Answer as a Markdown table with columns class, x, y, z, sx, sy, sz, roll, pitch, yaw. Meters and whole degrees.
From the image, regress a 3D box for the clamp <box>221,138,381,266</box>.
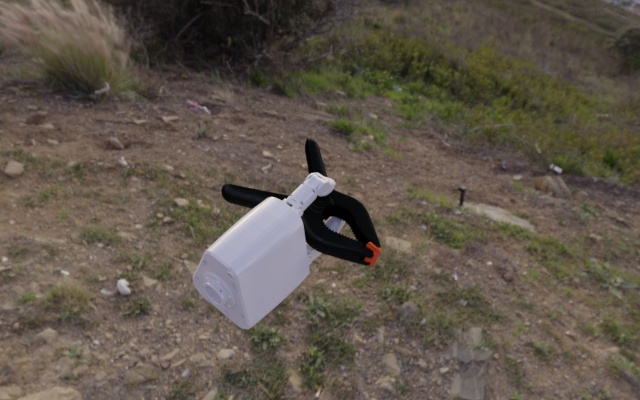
| class | x | y | z | sx | sy | sz | roll | pitch | yaw |
| --- | --- | --- | --- | --- | --- | --- | --- | --- | --- |
| clamp | 0.000 | 0.002 | 0.624 | 0.210 | 0.036 | 0.164 | 35 | 53 | 18 |
